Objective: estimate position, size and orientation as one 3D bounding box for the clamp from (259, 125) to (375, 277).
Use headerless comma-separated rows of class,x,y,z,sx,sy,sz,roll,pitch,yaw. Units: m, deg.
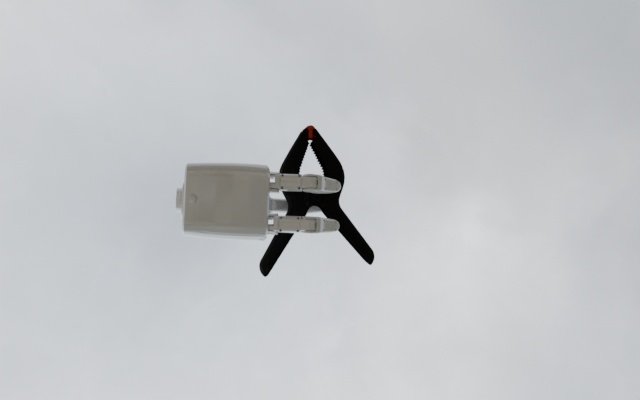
clamp,0.000,0.002,0.671,0.164,0.210,0.036,3,-3,-16
